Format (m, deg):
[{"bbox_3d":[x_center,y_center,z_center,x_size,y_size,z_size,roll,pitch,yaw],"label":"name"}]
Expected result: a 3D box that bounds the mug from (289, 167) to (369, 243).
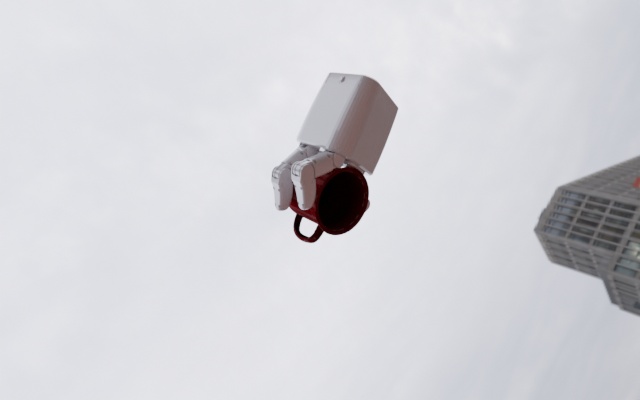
[{"bbox_3d":[-0.001,0.003,0.651,0.093,0.117,0.081,27,-3,-42],"label":"mug"}]
